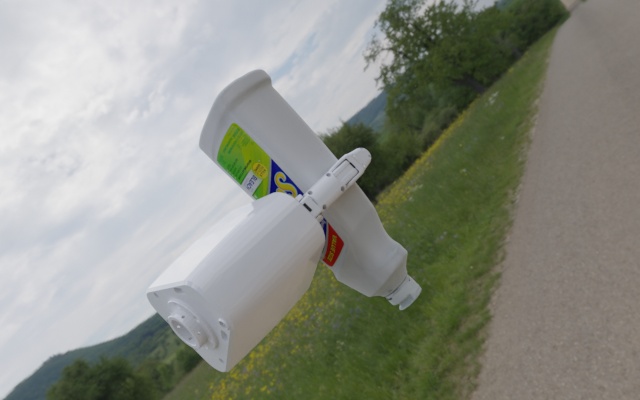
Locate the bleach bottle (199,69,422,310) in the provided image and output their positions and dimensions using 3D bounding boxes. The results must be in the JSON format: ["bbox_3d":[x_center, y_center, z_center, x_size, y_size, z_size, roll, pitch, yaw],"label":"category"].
[{"bbox_3d":[0.000,0.001,0.448,0.068,0.251,0.103,-44,-2,-39],"label":"bleach bottle"}]
